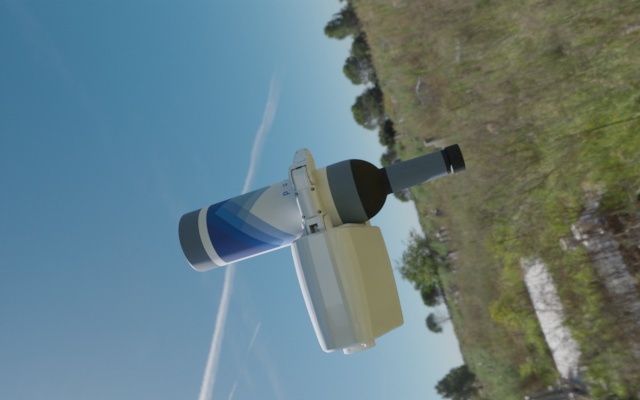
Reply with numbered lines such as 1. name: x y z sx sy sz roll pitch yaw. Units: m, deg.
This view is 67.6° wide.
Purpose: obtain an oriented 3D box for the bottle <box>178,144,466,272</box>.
1. bottle: 0.000 0.002 0.494 0.296 0.069 0.069 -18 -4 11
